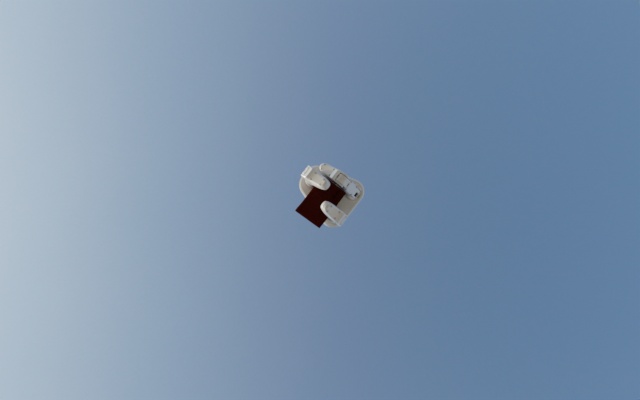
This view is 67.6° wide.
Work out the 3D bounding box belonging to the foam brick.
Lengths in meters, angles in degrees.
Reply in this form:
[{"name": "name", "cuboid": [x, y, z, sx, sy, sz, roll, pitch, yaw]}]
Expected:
[{"name": "foam brick", "cuboid": [0.000, 0.003, 0.826, 0.053, 0.078, 0.051, 38, -3, -1]}]
